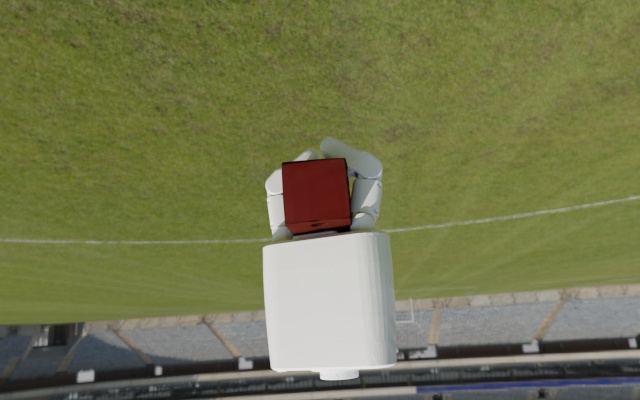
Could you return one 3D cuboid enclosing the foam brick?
[{"bbox_3d":[0.000,0.001,0.405,0.053,0.051,0.078,-5,-15,6],"label":"foam brick"}]
